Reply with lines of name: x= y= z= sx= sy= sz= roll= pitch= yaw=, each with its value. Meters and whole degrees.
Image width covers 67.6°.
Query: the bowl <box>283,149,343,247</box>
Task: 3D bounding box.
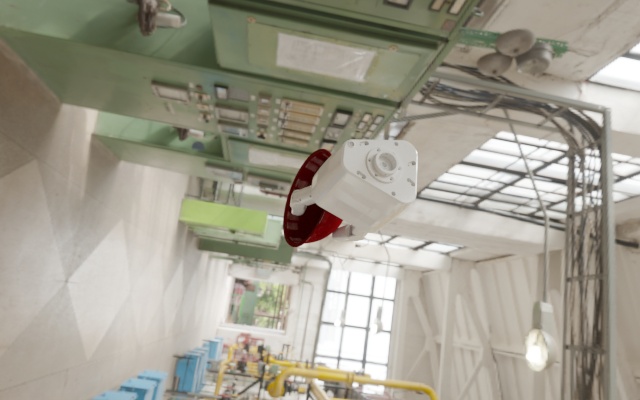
bowl: x=0.000 y=0.003 z=0.759 sx=0.055 sy=0.162 sz=0.162 roll=19 pitch=-8 yaw=-25
